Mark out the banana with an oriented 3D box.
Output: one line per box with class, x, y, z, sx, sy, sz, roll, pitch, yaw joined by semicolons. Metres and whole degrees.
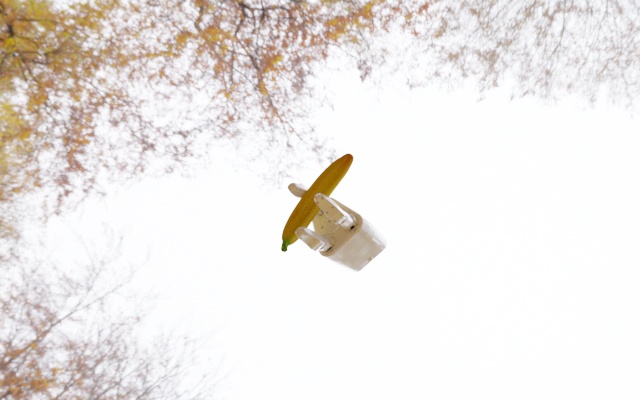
banana;-0.009;0.004;0.804;0.037;0.198;0.069;38;-10;-22
